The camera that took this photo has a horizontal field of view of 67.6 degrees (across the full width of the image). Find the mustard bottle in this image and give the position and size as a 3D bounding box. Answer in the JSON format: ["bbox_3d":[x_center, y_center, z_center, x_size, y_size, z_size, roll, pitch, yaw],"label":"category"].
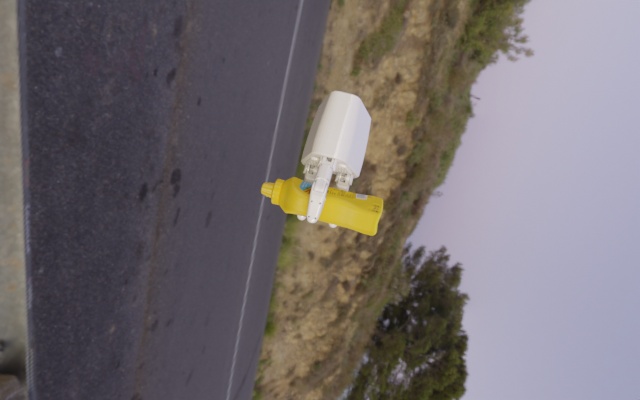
[{"bbox_3d":[0.000,0.003,0.754,0.191,0.058,0.096,14,15,4],"label":"mustard bottle"}]
